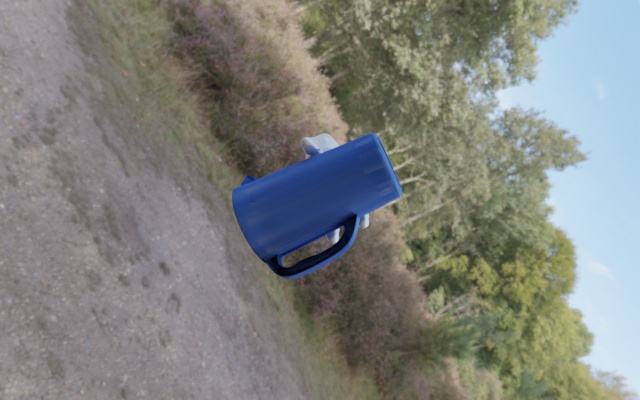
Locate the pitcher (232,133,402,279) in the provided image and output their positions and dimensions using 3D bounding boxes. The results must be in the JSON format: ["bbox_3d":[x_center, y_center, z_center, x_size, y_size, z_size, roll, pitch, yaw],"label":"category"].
[{"bbox_3d":[0.000,0.002,0.737,0.243,0.149,0.145,-24,20,9],"label":"pitcher"}]
